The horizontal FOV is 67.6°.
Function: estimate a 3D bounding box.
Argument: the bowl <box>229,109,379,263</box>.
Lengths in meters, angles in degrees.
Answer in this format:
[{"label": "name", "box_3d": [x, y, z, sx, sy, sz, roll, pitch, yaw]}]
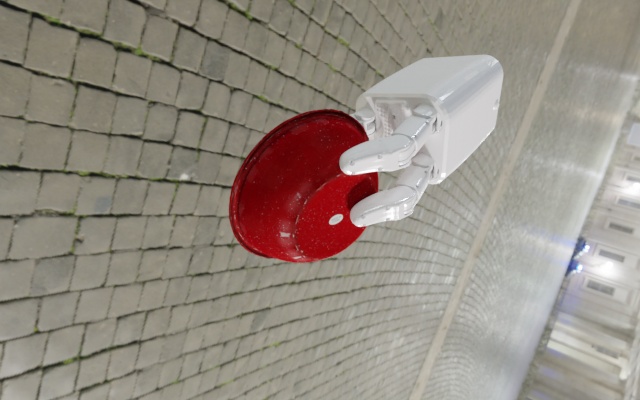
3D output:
[{"label": "bowl", "box_3d": [-0.001, 0.002, 0.439, 0.162, 0.162, 0.055, 0, 31, -41]}]
